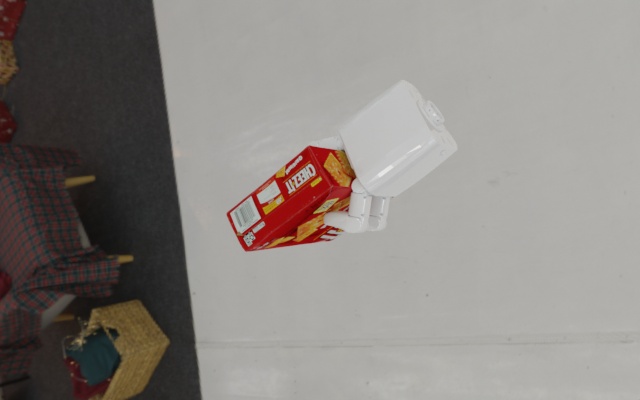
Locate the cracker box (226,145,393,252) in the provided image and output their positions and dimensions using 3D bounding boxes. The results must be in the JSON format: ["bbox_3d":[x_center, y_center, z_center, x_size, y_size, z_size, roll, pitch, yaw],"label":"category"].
[{"bbox_3d":[0.000,0.002,0.685,0.164,0.072,0.214,-37,-19,27],"label":"cracker box"}]
